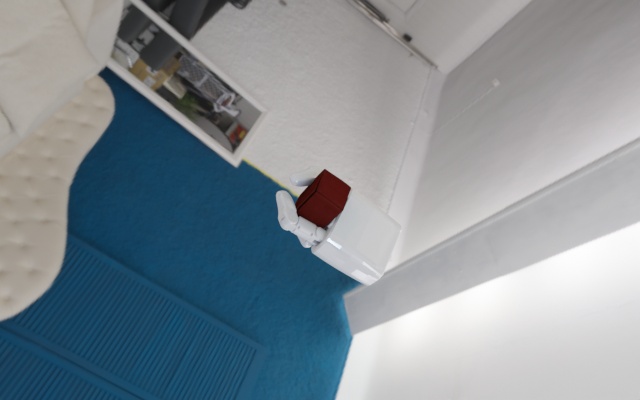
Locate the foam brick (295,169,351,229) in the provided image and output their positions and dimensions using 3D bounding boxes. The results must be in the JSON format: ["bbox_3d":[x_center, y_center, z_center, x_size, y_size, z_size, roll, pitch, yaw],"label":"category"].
[{"bbox_3d":[0.000,0.002,0.707,0.051,0.053,0.078,34,-45,-11],"label":"foam brick"}]
